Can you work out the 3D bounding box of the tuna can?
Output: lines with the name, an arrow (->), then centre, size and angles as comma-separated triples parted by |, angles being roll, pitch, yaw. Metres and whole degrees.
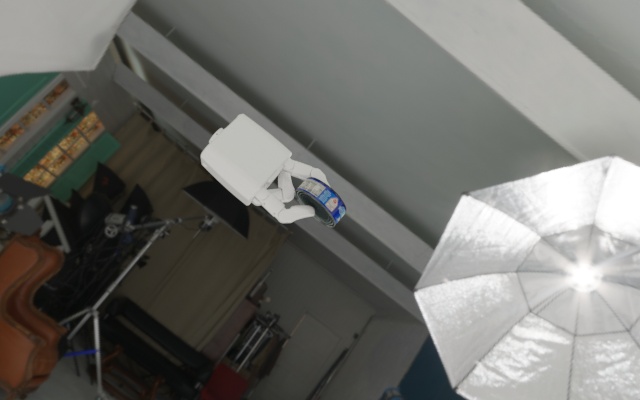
tuna can -> 0.001, 0.002, 0.770 | 0.086, 0.033, 0.086 | 38, -17, 14
